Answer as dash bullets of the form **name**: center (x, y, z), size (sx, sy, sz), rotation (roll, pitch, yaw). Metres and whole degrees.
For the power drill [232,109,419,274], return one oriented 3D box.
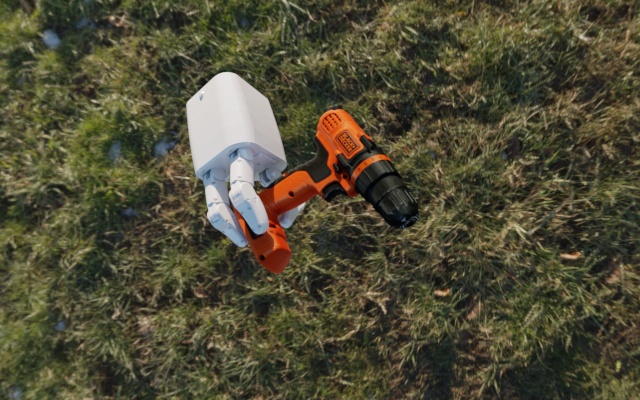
- **power drill**: center (0.000, 0.002, 0.559), size (0.187, 0.184, 0.057), rotation (-36, -36, 5)
